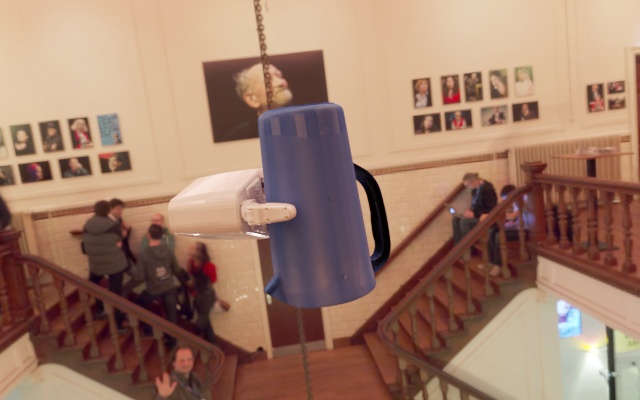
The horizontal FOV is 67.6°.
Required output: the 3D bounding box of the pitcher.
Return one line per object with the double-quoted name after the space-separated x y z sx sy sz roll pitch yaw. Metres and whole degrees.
0.000 0.002 0.613 0.145 0.243 0.149 -5 8 19 "pitcher"
